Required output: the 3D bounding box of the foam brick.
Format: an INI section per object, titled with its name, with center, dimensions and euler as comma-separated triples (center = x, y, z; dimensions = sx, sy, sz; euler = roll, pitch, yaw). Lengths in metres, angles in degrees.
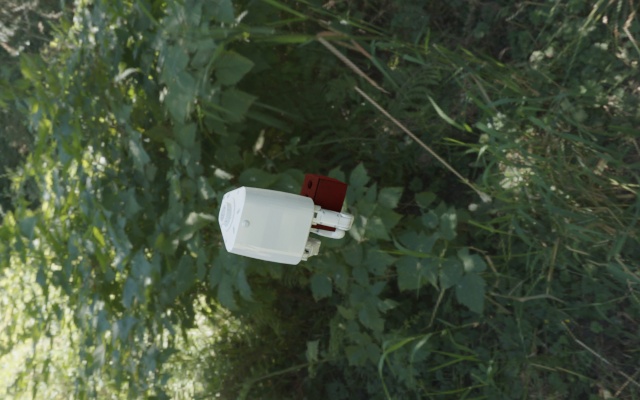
[foam brick]
center = 0.000, 0.002, 0.729
dimensions = 0.051, 0.078, 0.053
euler = 12, 6, -25
